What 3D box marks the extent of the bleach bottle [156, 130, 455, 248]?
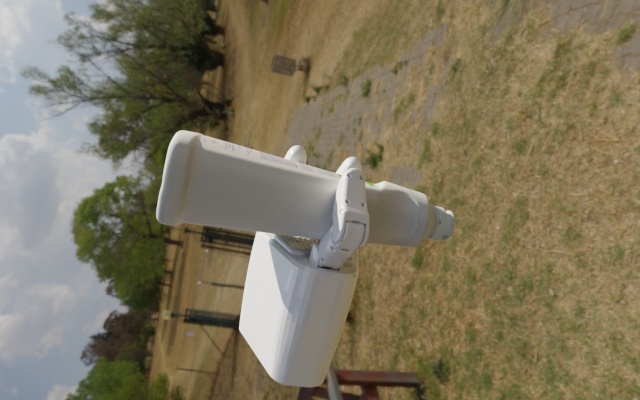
[{"bbox_3d":[0.000,0.001,0.403,0.251,0.068,0.102,11,11,-15],"label":"bleach bottle"}]
